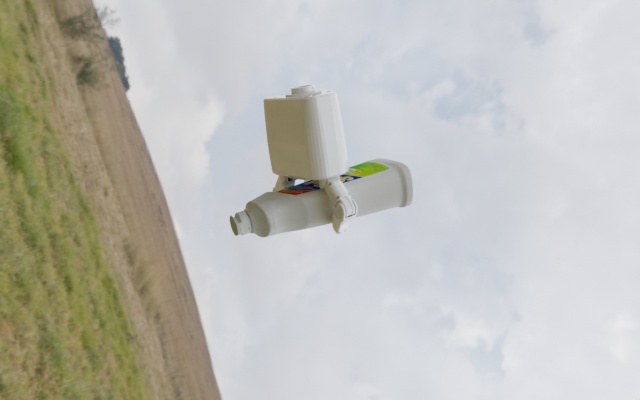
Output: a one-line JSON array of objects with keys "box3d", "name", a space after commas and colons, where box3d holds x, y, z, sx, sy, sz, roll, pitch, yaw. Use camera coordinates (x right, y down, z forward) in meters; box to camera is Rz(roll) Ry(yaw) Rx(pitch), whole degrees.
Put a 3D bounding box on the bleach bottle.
[{"box3d": [0.000, 0.002, 0.664, 0.251, 0.068, 0.102, -17, 20, -25], "name": "bleach bottle"}]
